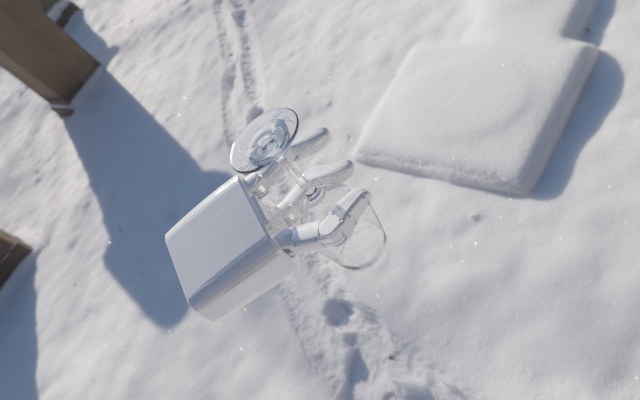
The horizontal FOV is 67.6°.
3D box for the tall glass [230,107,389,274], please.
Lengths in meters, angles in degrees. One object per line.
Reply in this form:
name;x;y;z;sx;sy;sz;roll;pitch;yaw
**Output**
tall glass;0.000;0.001;0.484;0.079;0.079;0.201;0;-34;38
